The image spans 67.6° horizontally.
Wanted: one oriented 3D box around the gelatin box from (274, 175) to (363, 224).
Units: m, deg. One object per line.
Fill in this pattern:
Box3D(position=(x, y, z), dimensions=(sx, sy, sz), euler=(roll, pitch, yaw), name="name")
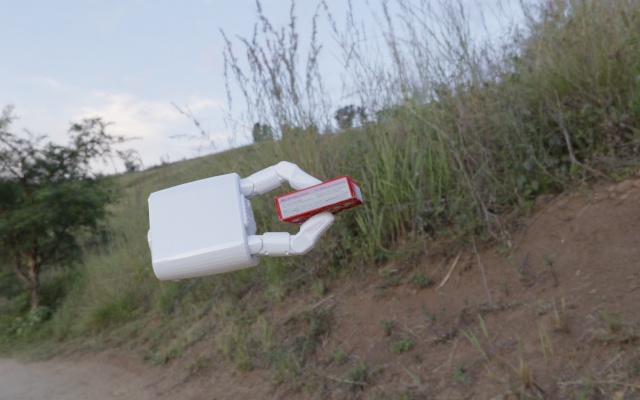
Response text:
Box3D(position=(0.000, 0.001, 0.553), dimensions=(0.089, 0.030, 0.073), euler=(-18, -10, 10), name="gelatin box")
